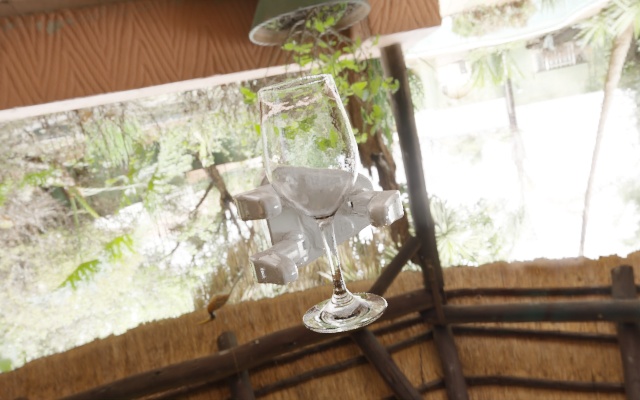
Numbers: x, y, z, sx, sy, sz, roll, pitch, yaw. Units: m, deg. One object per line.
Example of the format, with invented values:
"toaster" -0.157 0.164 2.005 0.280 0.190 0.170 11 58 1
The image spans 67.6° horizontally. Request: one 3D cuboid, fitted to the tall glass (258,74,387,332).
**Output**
"tall glass" 0.000 0.002 0.401 0.079 0.201 0.079 -12 9 2
